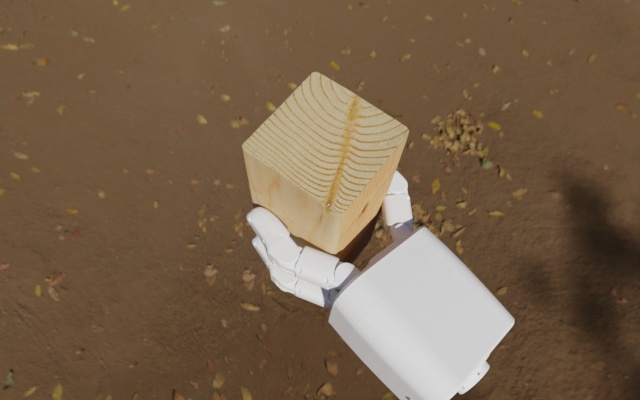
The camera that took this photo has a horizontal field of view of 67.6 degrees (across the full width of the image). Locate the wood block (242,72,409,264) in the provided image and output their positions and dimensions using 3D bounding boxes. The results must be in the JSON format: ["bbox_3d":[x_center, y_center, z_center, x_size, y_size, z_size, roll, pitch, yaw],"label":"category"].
[{"bbox_3d":[0.001,0.001,0.429,0.090,0.090,0.206,34,-24,14],"label":"wood block"}]
